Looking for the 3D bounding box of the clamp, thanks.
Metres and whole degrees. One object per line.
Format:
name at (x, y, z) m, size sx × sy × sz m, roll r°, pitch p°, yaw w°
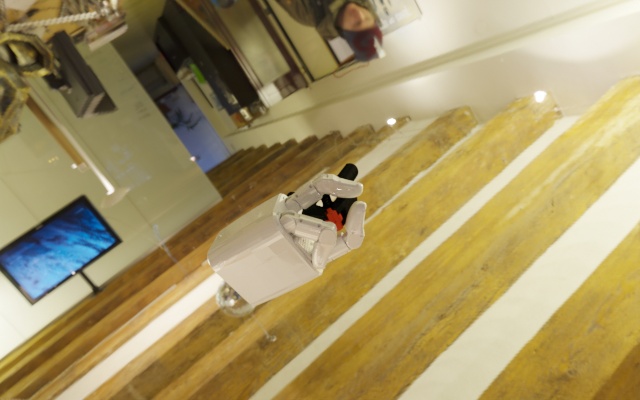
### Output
clamp at (0.001, 0.003, 0.673) m, size 0.120 × 0.039 × 0.171 m, roll -29°, pitch 17°, yaw 13°
